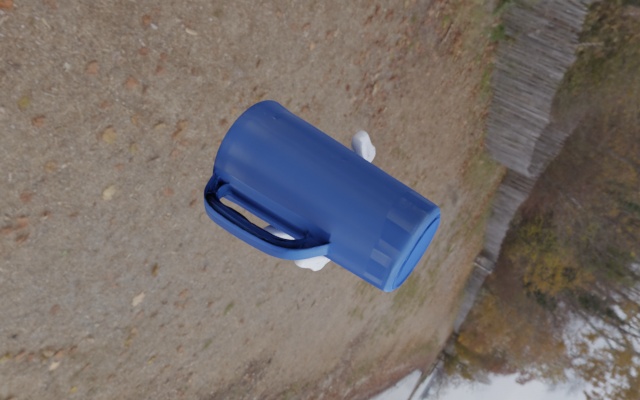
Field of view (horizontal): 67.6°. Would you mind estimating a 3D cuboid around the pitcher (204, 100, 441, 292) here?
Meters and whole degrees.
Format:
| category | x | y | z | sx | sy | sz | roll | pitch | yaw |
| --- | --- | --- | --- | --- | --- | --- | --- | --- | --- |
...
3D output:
| category | x | y | z | sx | sy | sz | roll | pitch | yaw |
| --- | --- | --- | --- | --- | --- | --- | --- | --- | --- |
| pitcher | 0.000 | 0.002 | 0.539 | 0.243 | 0.149 | 0.145 | 32 | 5 | 20 |
